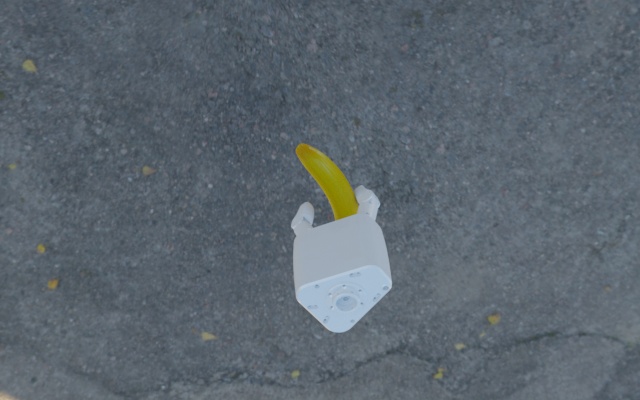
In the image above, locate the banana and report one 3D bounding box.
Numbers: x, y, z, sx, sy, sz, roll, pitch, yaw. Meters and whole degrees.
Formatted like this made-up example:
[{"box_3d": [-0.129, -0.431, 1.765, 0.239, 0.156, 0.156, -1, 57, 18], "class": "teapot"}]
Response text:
[{"box_3d": [0.019, 0.002, 0.698, 0.069, 0.198, 0.037, -8, 32, 10], "class": "banana"}]
